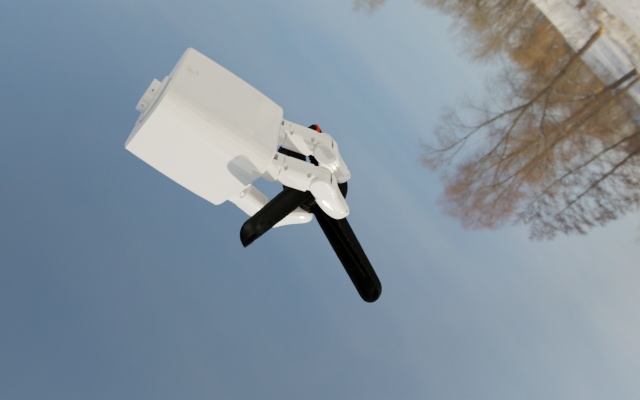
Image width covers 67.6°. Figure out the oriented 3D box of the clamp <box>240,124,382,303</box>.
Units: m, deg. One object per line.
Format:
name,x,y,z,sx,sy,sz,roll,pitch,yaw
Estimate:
clamp,-0.001,0.002,0.504,0.164,0.209,0.036,35,-54,-26
